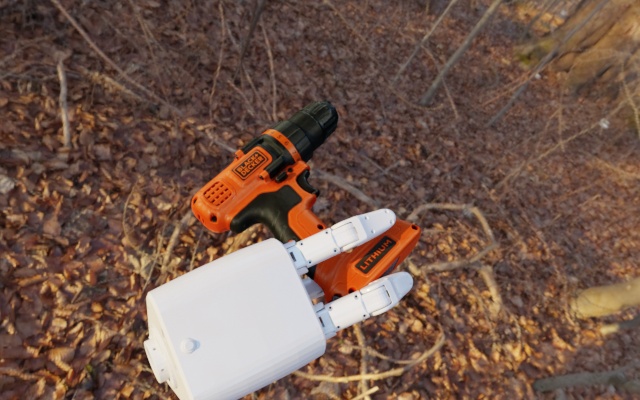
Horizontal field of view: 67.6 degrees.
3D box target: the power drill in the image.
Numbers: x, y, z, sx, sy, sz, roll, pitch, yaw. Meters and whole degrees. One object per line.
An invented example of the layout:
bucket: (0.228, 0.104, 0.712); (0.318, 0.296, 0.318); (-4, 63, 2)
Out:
power drill: (0.000, 0.002, 0.459); (0.187, 0.184, 0.057); (39, -21, 19)
